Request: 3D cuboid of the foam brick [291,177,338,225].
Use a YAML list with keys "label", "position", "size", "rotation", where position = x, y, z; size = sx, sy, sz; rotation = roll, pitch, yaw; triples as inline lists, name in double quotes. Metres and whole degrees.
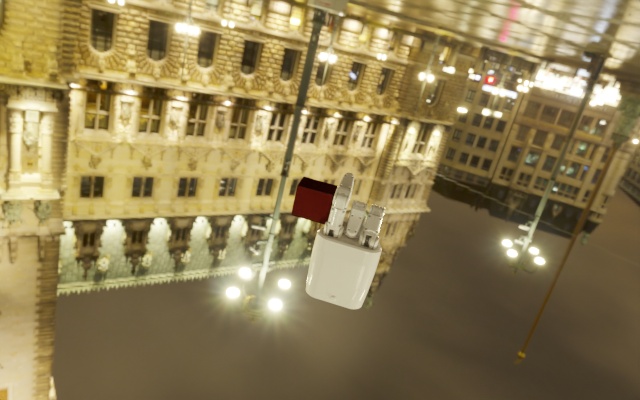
- label: "foam brick"
  position: [0.000, 0.002, 0.741]
  size: [0.078, 0.051, 0.053]
  rotation: [16, 20, 6]
